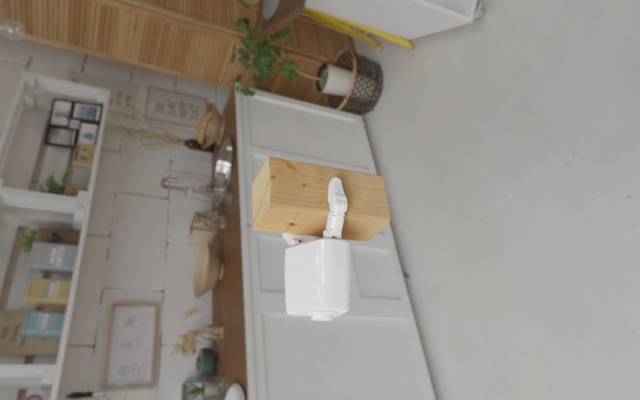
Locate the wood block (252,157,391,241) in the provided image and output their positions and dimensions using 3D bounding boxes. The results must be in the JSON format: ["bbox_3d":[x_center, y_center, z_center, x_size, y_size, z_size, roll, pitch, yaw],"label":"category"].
[{"bbox_3d":[0.000,0.003,0.790,0.206,0.090,0.091,8,-31,-23],"label":"wood block"}]
